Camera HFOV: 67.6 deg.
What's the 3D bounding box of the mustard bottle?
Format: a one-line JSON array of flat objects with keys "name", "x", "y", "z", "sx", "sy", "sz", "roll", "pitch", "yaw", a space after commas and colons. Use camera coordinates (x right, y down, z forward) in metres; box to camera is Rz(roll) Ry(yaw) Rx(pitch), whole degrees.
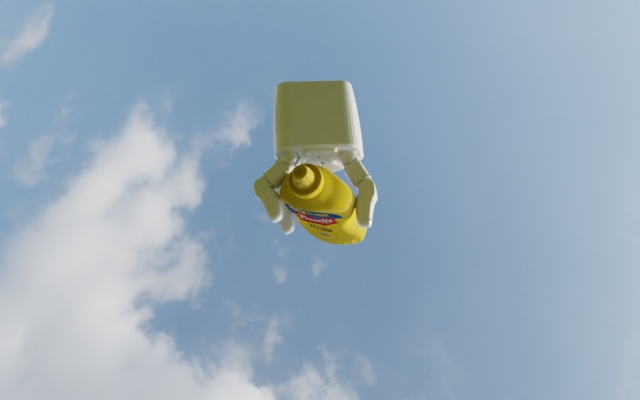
[{"name": "mustard bottle", "x": 0.000, "y": 0.002, "z": 0.610, "sx": 0.096, "sy": 0.058, "sz": 0.192, "roll": 14, "pitch": -17, "yaw": 19}]
